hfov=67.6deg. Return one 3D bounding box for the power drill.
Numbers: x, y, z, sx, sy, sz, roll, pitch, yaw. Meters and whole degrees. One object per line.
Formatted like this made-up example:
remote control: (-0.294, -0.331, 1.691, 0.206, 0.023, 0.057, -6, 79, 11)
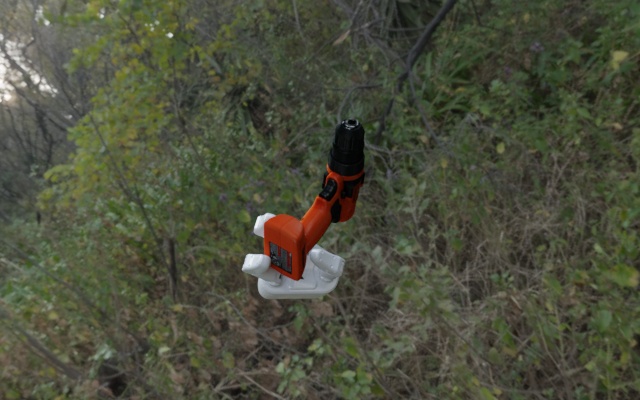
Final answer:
power drill: (0.000, 0.003, 0.642, 0.057, 0.185, 0.187, 26, 51, 21)
